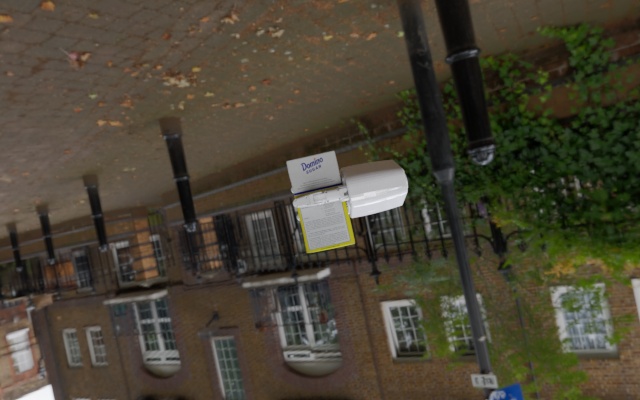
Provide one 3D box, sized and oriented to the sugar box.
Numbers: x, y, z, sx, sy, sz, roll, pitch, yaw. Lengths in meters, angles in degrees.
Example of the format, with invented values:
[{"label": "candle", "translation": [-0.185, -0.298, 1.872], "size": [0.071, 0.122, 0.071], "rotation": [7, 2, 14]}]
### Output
[{"label": "sugar box", "translation": [0.000, 0.003, 0.890], "size": [0.093, 0.176, 0.048], "rotation": [-12, 0, -1]}]
